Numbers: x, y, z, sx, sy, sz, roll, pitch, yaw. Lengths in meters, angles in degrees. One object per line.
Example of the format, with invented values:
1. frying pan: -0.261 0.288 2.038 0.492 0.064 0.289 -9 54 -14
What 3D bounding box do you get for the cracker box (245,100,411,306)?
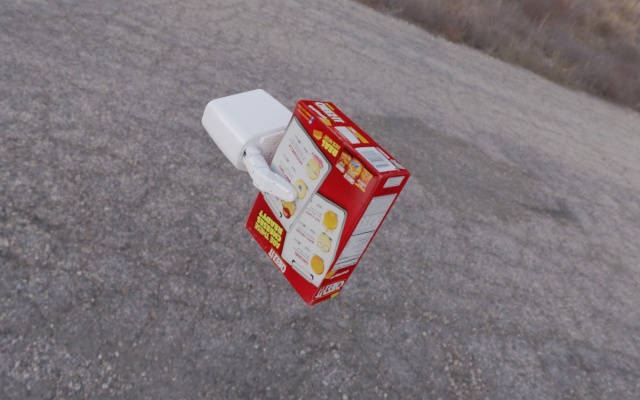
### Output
1. cracker box: 0.000 0.002 0.628 0.072 0.214 0.164 -8 44 -44
